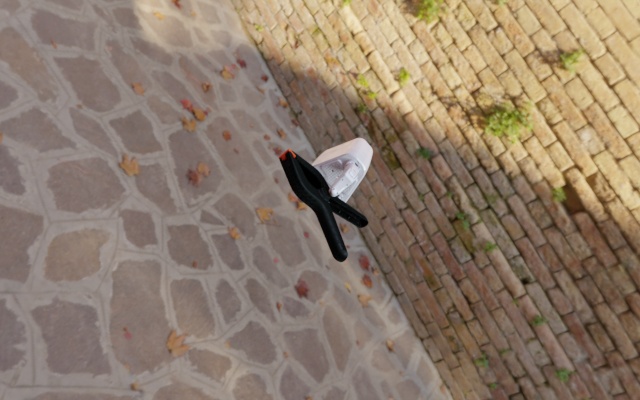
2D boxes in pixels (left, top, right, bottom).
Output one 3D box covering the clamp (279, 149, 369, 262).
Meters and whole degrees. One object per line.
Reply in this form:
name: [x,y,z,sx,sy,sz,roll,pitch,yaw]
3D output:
clamp: [0.000,0.002,0.829,0.036,0.210,0.164,-37,11,26]
